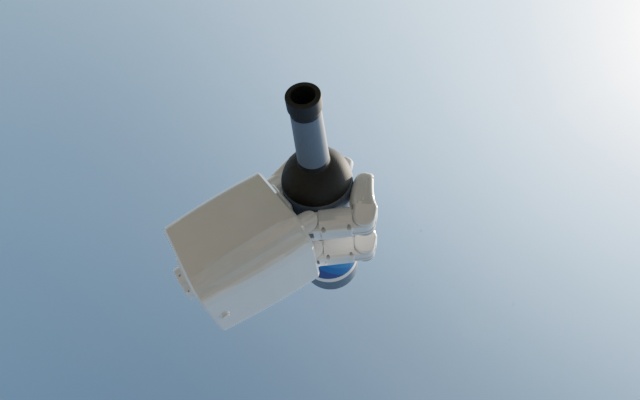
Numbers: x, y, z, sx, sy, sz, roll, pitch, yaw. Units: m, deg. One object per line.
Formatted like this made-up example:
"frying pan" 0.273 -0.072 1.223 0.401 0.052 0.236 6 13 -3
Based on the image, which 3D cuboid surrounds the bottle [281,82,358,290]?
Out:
"bottle" 0.000 0.002 0.471 0.069 0.069 0.296 0 -32 6
